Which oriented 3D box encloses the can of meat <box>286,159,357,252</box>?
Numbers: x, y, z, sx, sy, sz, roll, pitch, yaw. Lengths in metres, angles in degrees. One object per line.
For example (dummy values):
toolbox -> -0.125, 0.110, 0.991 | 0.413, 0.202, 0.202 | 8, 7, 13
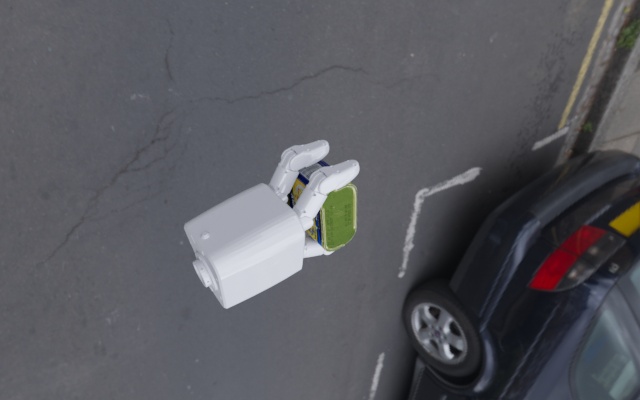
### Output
can of meat -> 0.000, 0.002, 0.596 | 0.057, 0.102, 0.084 | -25, 44, -24
